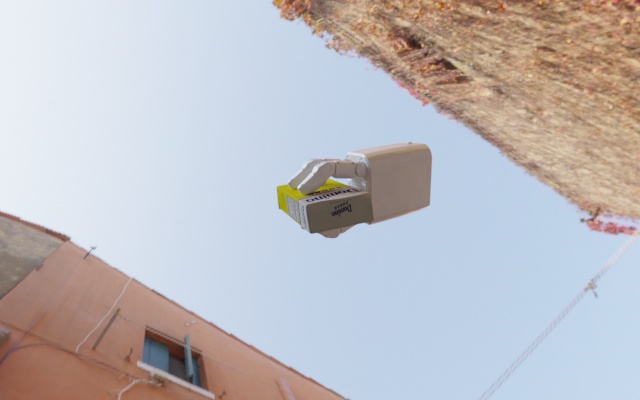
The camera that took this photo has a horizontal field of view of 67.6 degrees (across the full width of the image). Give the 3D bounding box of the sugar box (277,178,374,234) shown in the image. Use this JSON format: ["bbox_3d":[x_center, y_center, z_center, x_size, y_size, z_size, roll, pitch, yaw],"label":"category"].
[{"bbox_3d":[0.000,0.002,0.697,0.093,0.048,0.176,-11,10,-17],"label":"sugar box"}]
